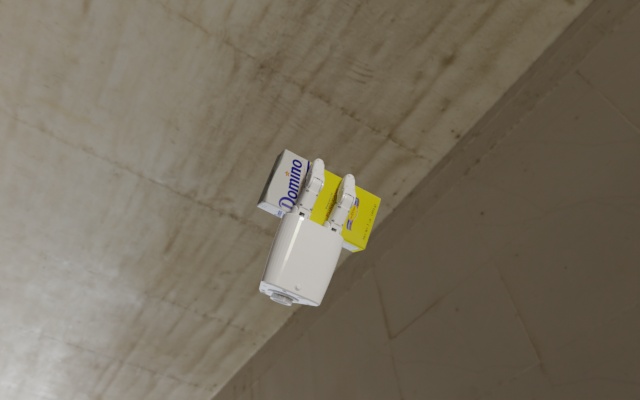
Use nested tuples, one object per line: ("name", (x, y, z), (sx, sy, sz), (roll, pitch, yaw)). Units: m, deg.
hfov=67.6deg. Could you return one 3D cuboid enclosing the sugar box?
("sugar box", (0.000, 0.002, 0.741), (0.176, 0.093, 0.048), (27, -22, -18))
